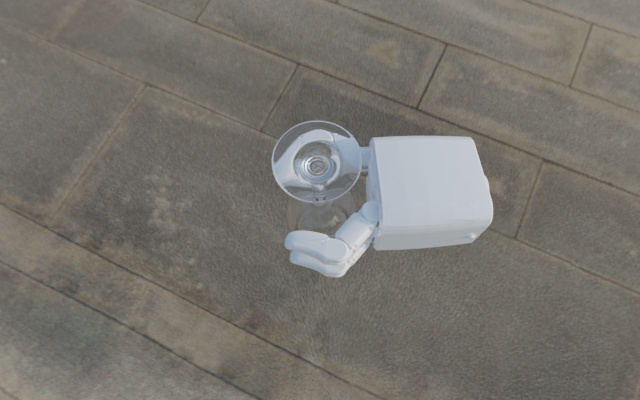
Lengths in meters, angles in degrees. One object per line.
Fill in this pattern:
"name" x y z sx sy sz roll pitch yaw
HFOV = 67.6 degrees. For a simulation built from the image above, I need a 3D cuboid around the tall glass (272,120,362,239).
"tall glass" 0.000 0.001 0.480 0.079 0.079 0.201 0 -20 1
